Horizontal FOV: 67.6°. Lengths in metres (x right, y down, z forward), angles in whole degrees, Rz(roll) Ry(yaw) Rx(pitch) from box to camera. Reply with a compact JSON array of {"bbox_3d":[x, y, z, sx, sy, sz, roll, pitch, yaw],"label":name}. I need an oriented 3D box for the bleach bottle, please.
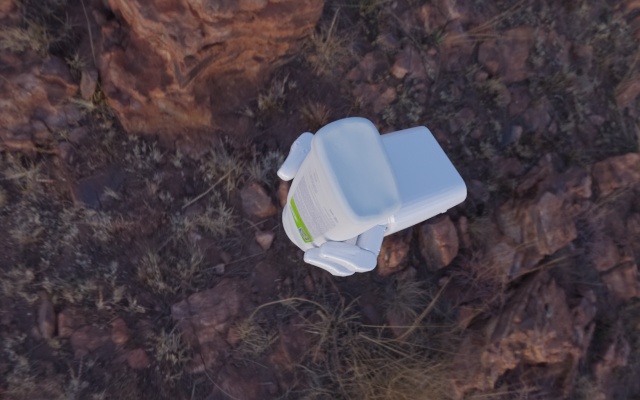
[{"bbox_3d":[0.000,0.002,0.536,0.068,0.102,0.251,-20,-6,-21],"label":"bleach bottle"}]
